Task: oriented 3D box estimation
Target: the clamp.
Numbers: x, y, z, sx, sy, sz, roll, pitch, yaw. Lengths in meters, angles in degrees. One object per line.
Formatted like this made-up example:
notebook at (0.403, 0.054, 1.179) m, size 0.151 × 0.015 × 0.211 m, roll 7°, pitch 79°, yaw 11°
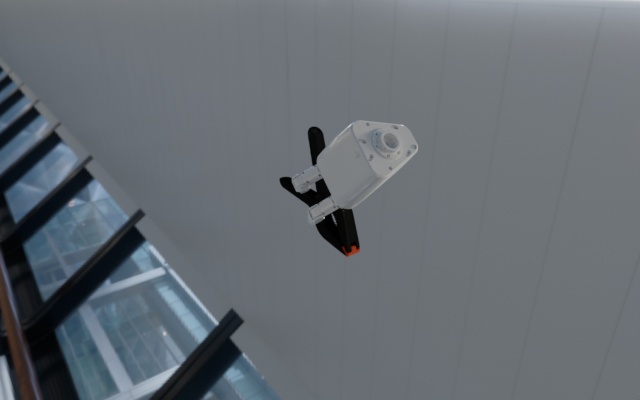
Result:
clamp at (0.001, 0.003, 0.809) m, size 0.036 × 0.210 × 0.165 m, roll -18°, pitch -14°, yaw -32°
